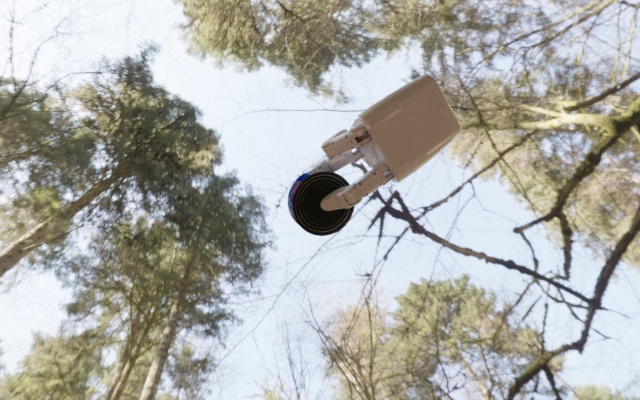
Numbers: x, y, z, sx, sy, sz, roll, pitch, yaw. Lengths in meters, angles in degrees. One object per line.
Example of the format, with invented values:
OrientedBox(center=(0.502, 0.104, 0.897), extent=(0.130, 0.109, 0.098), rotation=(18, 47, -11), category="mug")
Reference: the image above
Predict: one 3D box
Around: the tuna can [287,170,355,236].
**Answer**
OrientedBox(center=(0.000, 0.002, 0.633), extent=(0.086, 0.086, 0.033), rotation=(0, 9, -18), category="tuna can")
